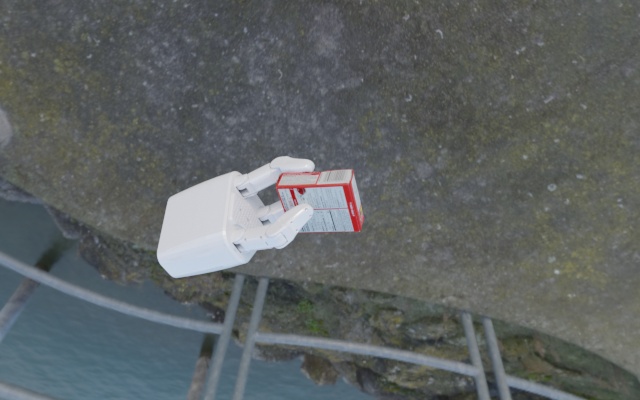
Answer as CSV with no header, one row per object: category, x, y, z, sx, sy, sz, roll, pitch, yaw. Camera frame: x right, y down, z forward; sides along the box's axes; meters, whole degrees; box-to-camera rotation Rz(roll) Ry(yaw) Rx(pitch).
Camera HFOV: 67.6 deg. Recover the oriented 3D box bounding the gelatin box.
gelatin box,0.000,0.002,0.553,0.089,0.073,0.030,-2,40,18
